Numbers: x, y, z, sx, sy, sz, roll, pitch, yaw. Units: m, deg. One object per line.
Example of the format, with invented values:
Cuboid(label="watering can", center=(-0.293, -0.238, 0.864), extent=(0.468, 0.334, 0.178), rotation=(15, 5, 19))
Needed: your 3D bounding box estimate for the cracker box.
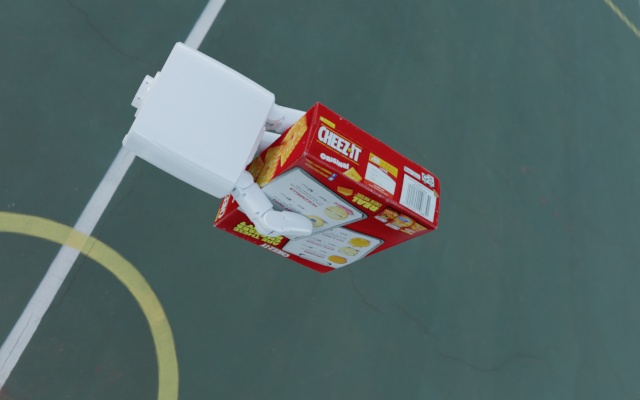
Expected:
Cuboid(label="cracker box", center=(0.000, 0.002, 0.537), extent=(0.164, 0.072, 0.214), rotation=(27, -33, -23))
